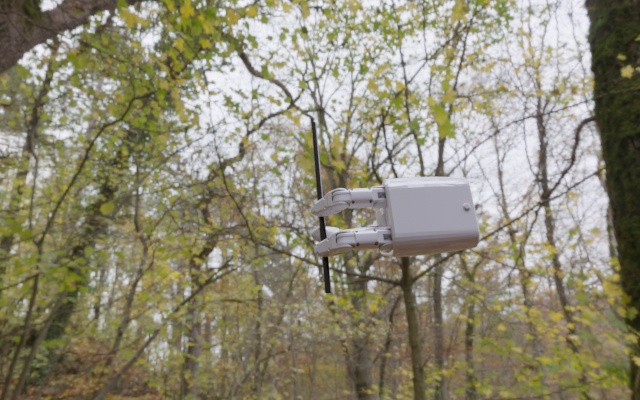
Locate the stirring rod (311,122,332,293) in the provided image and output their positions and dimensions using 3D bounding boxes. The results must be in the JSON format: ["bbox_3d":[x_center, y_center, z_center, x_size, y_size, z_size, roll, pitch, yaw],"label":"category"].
[{"bbox_3d":[0.000,0.002,0.632,0.011,0.239,0.011,-4,-22,-2],"label":"stirring rod"}]
